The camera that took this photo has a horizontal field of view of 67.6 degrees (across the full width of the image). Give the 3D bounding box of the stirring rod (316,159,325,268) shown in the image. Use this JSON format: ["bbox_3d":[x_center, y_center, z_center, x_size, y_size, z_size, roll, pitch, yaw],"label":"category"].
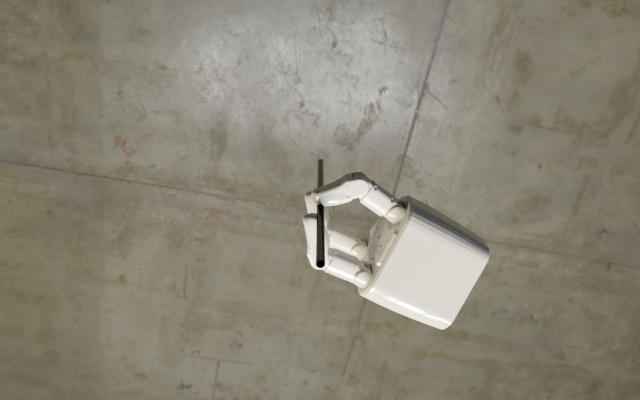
[{"bbox_3d":[0.000,0.002,0.505,0.011,0.011,0.239,0,25,0],"label":"stirring rod"}]
